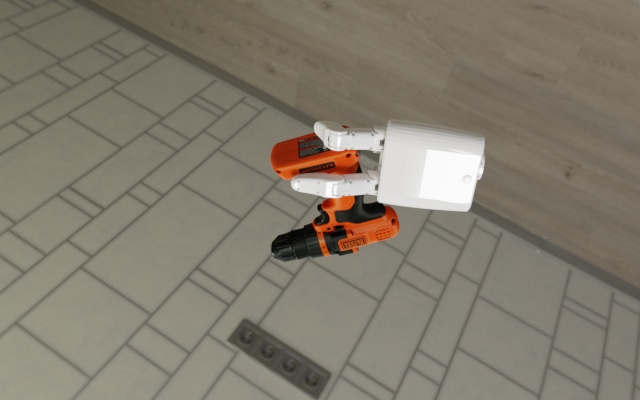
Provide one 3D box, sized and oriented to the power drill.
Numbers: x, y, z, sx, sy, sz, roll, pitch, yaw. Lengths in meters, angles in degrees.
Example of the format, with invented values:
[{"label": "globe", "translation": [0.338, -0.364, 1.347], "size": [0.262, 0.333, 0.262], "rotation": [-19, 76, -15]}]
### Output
[{"label": "power drill", "translation": [0.000, 0.002, 0.622], "size": [0.184, 0.057, 0.188], "rotation": [-16, -46, 6]}]
